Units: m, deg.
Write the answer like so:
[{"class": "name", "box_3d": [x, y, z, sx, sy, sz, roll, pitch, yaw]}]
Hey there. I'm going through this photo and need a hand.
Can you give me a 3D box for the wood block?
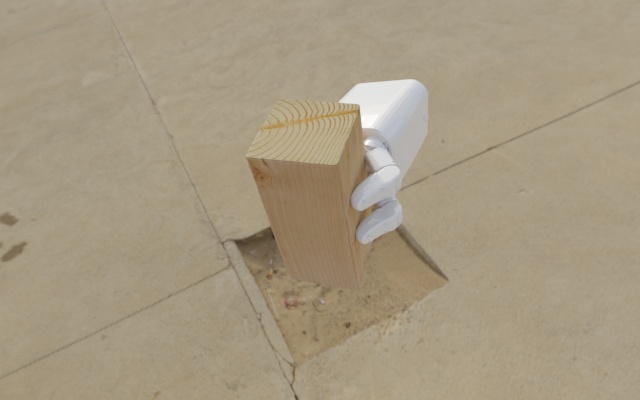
[{"class": "wood block", "box_3d": [0.000, 0.001, 0.524, 0.091, 0.090, 0.206, 7, -40, 18]}]
